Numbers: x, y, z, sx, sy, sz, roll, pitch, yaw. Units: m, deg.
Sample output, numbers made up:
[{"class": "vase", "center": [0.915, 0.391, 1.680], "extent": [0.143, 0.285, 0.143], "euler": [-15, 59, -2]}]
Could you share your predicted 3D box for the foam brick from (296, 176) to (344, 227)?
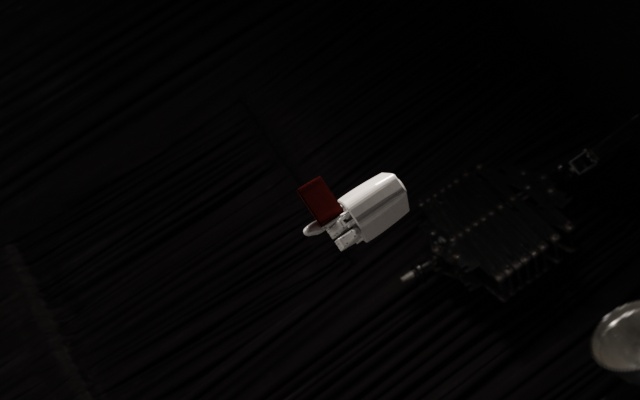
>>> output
[{"class": "foam brick", "center": [0.000, 0.003, 0.885], "extent": [0.051, 0.078, 0.053], "euler": [-34, -10, -2]}]
